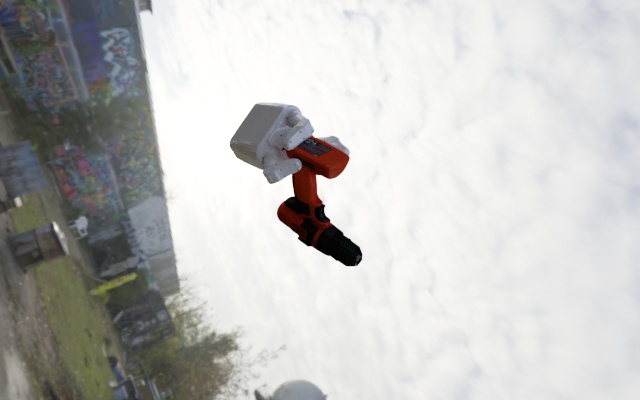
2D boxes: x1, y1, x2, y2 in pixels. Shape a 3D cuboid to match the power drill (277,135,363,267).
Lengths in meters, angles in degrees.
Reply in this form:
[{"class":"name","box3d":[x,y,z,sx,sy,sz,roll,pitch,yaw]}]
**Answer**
[{"class":"power drill","box3d":[0.000,0.002,0.770,0.184,0.188,0.057,31,44,31]}]
